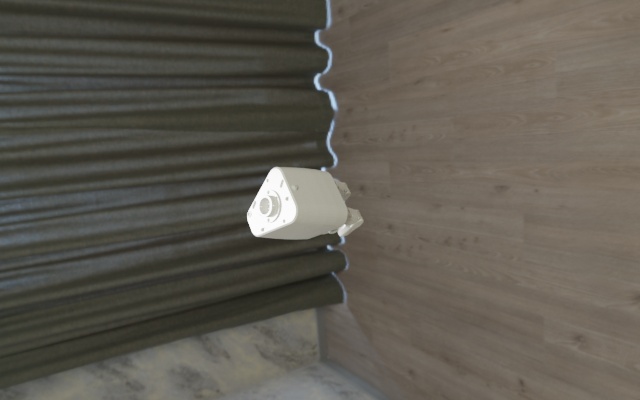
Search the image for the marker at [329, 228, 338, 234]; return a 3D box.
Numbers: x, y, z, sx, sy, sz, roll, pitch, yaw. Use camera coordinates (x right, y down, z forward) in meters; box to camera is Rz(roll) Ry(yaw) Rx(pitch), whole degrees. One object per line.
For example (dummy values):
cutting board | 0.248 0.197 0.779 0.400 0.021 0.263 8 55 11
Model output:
marker | 0.000 0.003 0.834 0.020 0.121 0.020 -20 -26 -10
